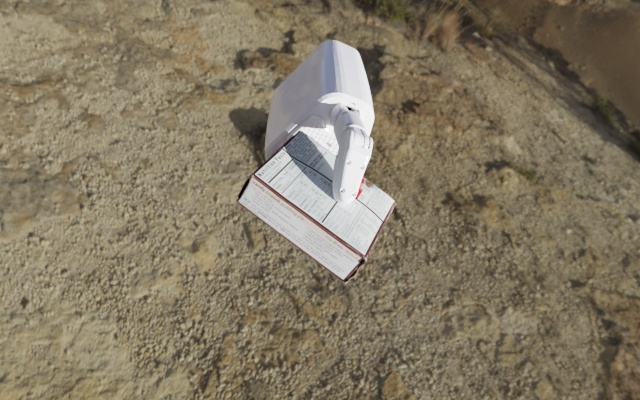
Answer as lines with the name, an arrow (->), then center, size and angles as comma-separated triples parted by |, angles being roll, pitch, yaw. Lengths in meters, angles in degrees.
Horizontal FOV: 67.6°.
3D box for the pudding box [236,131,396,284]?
pudding box -> 0.000, 0.001, 0.402 | 0.113, 0.039, 0.090 | 36, 40, 2
